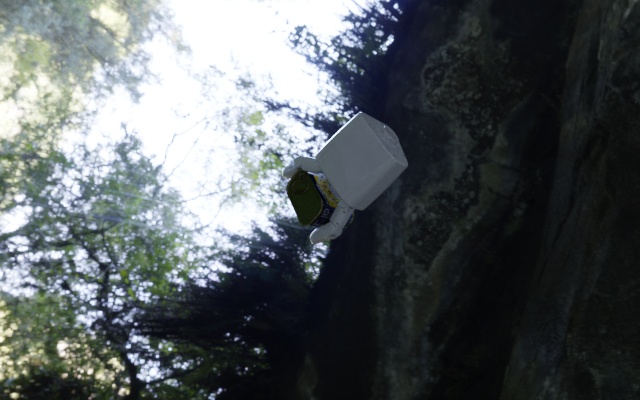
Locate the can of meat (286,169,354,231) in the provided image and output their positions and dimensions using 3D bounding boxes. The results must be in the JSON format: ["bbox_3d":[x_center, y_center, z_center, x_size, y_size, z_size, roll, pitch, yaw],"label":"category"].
[{"bbox_3d":[0.000,0.003,0.815,0.084,0.102,0.057,17,-56,-43],"label":"can of meat"}]
